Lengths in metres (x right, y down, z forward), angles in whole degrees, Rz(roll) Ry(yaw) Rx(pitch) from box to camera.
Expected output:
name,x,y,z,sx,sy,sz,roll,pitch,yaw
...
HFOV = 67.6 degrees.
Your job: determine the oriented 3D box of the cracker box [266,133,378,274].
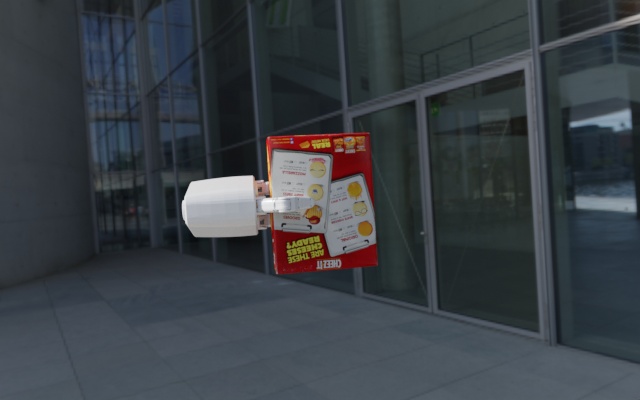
name,x,y,z,sx,sy,sz,roll,pitch,yaw
cracker box,0.000,0.002,0.774,0.164,0.213,0.072,-4,1,-8
